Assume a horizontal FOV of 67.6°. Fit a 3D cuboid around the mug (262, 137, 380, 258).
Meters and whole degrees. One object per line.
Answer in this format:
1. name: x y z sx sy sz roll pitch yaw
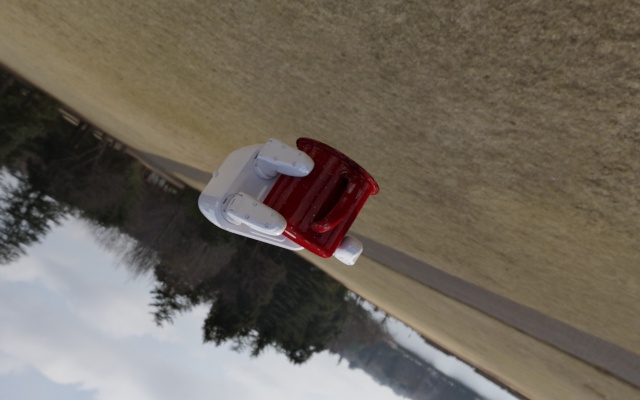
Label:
1. mug: 0.001 0.002 0.437 0.093 0.081 0.117 37 -11 -22
